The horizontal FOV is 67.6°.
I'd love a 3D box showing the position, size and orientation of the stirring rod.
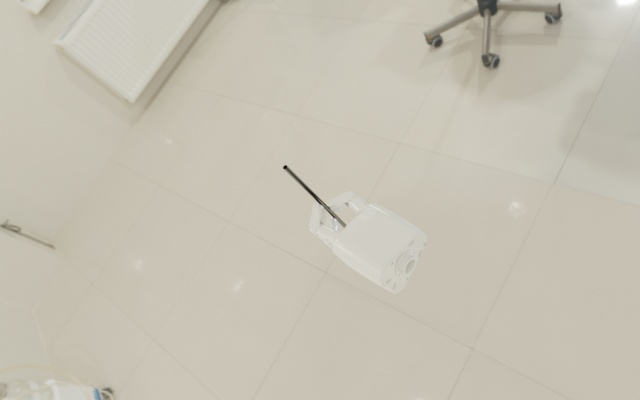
[{"bbox_3d":[0.000,0.003,0.831,0.011,0.011,0.240,0,-27,31],"label":"stirring rod"}]
